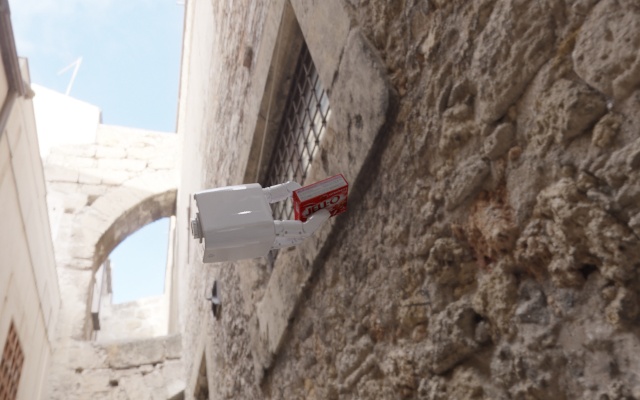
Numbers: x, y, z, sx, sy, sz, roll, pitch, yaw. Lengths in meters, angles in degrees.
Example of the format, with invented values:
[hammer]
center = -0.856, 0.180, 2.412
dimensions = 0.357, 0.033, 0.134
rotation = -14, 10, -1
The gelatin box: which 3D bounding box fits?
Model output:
[gelatin box]
center = 0.000, 0.002, 0.776
dimensions = 0.089, 0.030, 0.073
rotation = -21, -34, -16
